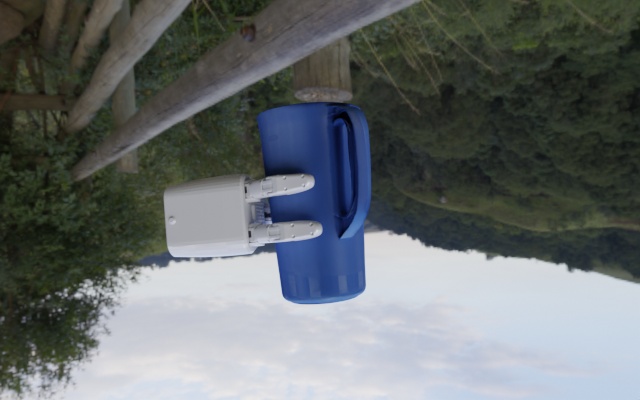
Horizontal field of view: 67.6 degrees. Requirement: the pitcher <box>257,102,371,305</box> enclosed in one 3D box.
[{"bbox_3d":[0.000,0.002,0.601,0.145,0.243,0.149,-6,-2,10],"label":"pitcher"}]
